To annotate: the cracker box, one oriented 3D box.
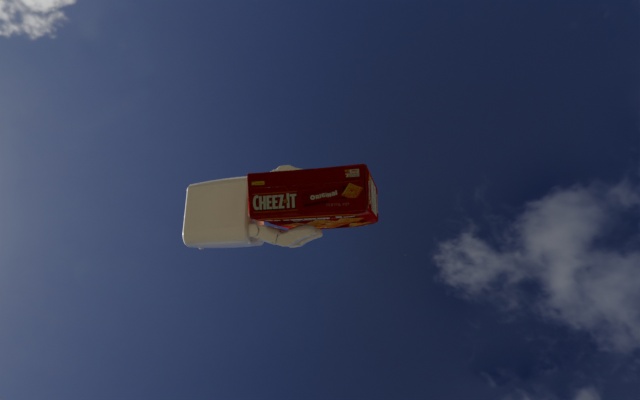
[{"bbox_3d":[0.000,0.002,0.728,0.164,0.072,0.214,-4,-7,10],"label":"cracker box"}]
